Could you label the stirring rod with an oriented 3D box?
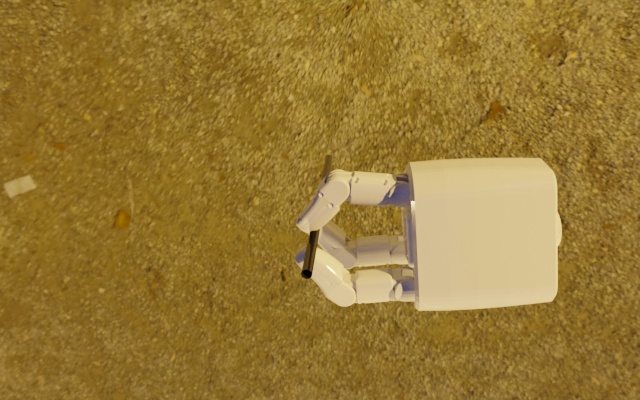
[{"bbox_3d":[0.000,0.001,0.448,0.011,0.011,0.239,0,25,5],"label":"stirring rod"}]
